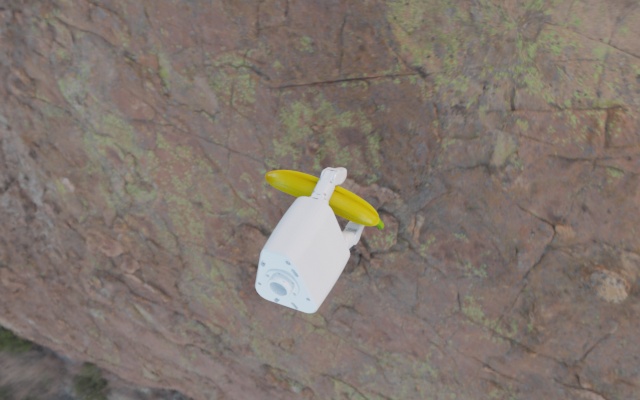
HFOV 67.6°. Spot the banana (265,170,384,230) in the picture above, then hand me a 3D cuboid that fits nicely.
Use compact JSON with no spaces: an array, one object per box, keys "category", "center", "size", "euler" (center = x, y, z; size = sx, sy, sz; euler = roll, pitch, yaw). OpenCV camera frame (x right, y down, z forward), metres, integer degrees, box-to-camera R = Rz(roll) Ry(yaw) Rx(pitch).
[{"category":"banana","center":[0.005,-0.003,0.703],"size":[0.198,0.037,0.070],"euler":[25,-23,4]}]
